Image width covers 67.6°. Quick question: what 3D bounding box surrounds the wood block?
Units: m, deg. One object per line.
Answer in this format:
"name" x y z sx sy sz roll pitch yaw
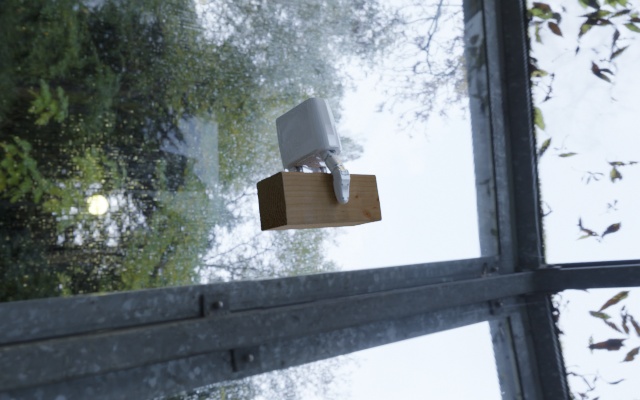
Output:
"wood block" 0.000 0.002 0.855 0.206 0.090 0.091 -1 -10 -35
